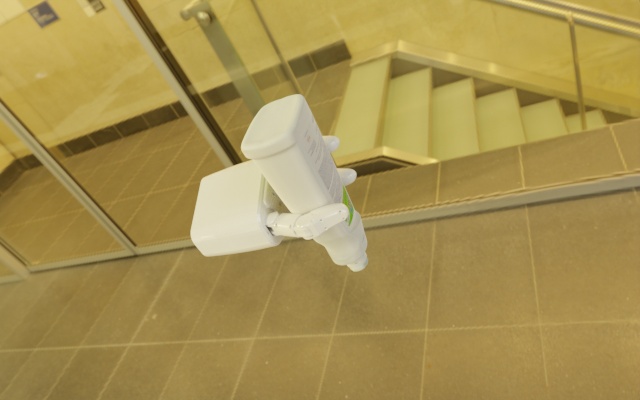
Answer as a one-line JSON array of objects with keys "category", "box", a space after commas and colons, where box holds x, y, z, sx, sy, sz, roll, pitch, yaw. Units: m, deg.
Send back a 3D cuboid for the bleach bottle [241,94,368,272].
[{"category": "bleach bottle", "box": [0.000, 0.002, 0.584, 0.068, 0.251, 0.102, -14, 37, 23]}]
